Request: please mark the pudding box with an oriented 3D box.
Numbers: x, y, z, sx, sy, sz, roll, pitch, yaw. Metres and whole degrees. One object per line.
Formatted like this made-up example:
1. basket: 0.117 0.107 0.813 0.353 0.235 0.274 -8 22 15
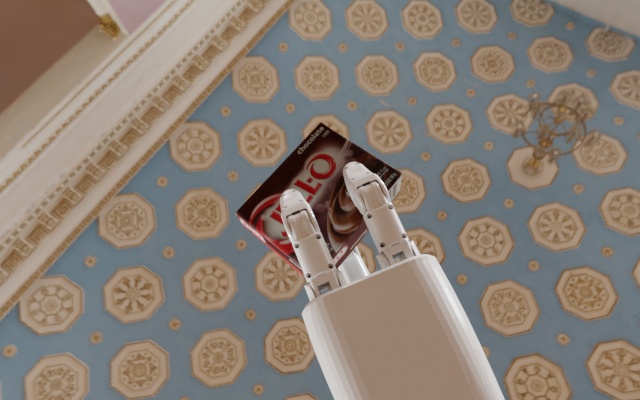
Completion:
1. pudding box: 0.000 0.001 0.401 0.090 0.113 0.039 36 -17 22
